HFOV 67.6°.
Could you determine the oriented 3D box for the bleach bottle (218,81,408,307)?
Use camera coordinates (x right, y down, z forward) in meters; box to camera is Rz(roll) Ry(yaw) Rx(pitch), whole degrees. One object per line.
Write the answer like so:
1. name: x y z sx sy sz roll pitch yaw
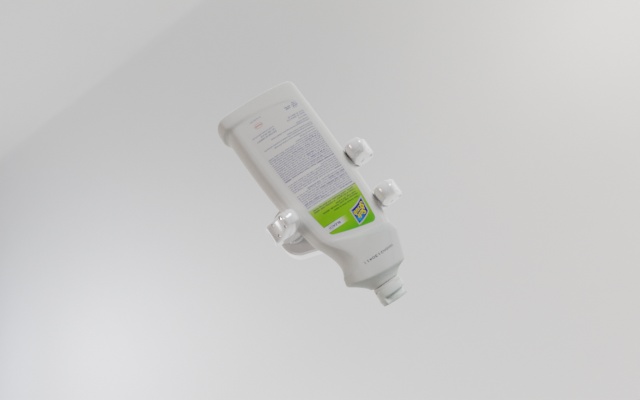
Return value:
1. bleach bottle: 0.000 0.002 0.502 0.102 0.251 0.068 -33 -10 -7
